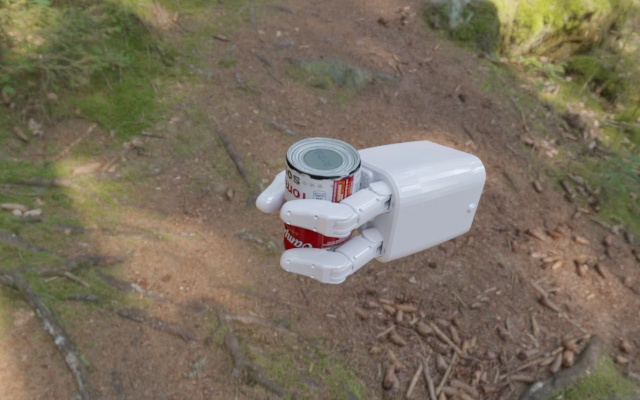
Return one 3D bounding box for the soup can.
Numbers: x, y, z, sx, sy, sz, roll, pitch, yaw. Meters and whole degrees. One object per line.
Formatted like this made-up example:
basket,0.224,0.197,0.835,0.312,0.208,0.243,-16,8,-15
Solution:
soup can,0.000,0.001,0.444,0.068,0.102,0.068,3,37,-2
